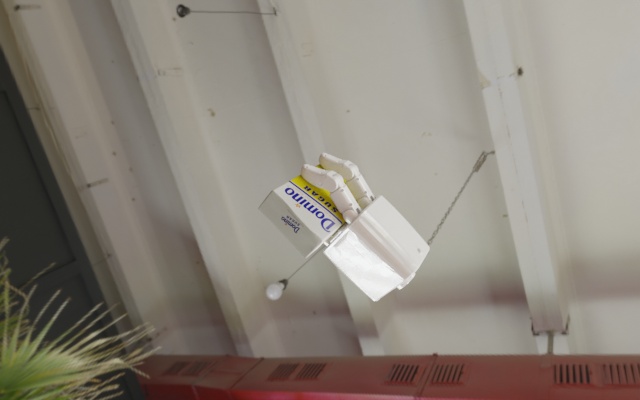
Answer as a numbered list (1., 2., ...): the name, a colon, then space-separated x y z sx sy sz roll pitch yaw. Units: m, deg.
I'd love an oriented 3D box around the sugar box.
1. sugar box: 0.001 0.002 0.674 0.048 0.093 0.176 -48 -6 32
